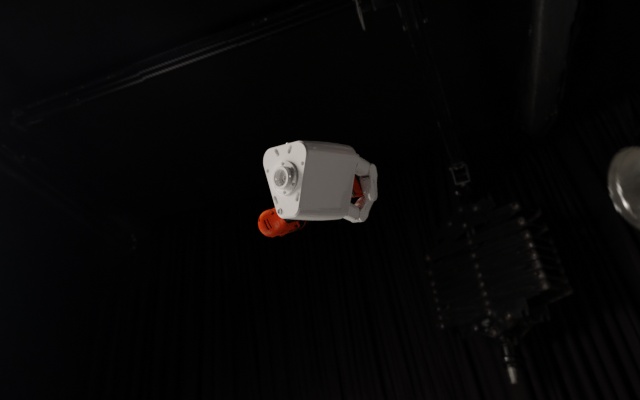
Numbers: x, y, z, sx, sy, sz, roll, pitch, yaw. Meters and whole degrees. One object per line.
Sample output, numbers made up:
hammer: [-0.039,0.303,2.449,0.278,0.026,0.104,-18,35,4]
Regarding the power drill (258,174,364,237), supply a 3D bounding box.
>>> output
power drill: [0.000,0.003,0.844,0.188,0.057,0.184,-30,-4,20]
